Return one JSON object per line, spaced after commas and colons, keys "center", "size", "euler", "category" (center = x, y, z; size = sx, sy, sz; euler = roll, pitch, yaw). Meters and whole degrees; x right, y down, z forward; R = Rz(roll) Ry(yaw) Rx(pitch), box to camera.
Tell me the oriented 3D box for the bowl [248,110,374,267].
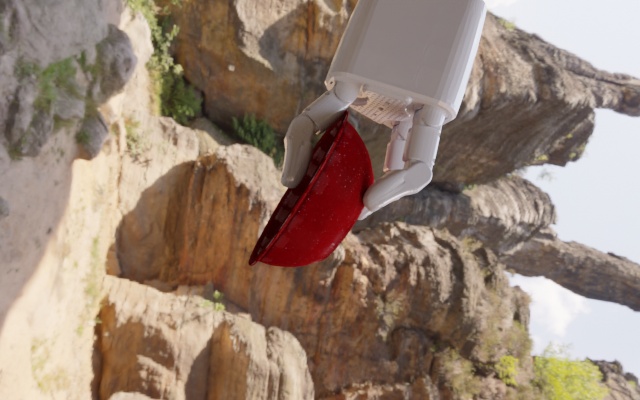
{"center": [0.000, 0.003, 0.429], "size": [0.055, 0.162, 0.162], "euler": [33, -5, -8], "category": "bowl"}
